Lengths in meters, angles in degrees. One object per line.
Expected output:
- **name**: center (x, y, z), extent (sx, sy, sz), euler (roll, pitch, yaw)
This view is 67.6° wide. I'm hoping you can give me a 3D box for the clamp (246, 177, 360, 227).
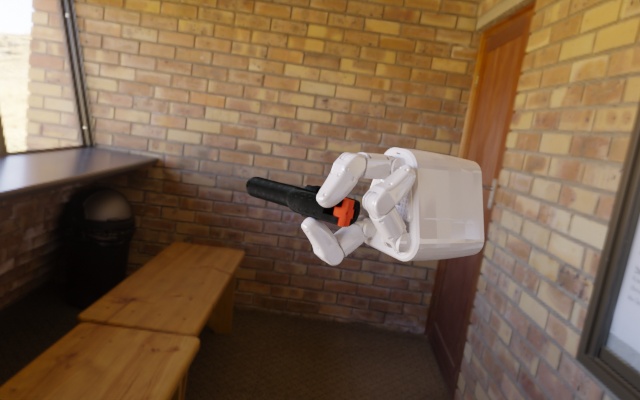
- **clamp**: center (0.000, 0.001, 0.541), extent (0.120, 0.039, 0.171), euler (2, 11, -33)
